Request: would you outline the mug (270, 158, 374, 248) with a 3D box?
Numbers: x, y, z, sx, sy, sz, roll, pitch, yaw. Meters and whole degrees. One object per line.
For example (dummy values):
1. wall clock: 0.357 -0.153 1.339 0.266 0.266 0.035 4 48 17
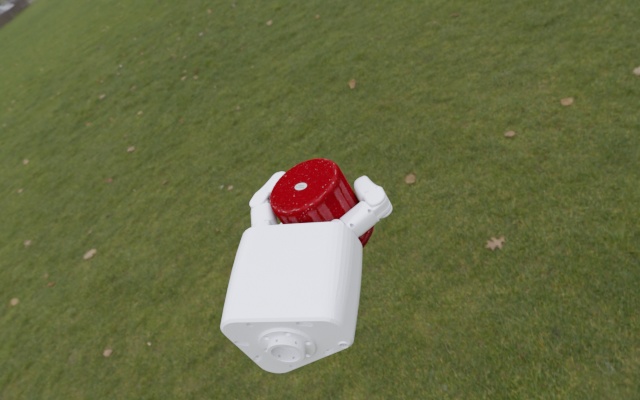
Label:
1. mug: 0.000 0.001 0.517 0.093 0.117 0.081 -17 -51 20
